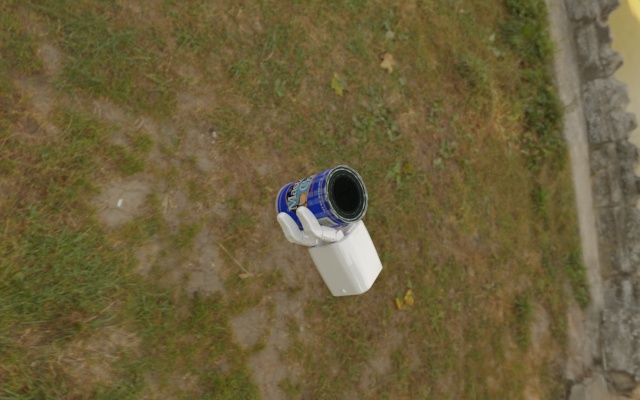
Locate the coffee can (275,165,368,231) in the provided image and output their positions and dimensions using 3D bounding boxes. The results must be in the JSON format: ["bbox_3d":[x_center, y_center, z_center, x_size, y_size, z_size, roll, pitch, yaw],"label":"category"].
[{"bbox_3d":[0.000,0.003,0.866,0.103,0.103,0.140,0,-12,-42],"label":"coffee can"}]
